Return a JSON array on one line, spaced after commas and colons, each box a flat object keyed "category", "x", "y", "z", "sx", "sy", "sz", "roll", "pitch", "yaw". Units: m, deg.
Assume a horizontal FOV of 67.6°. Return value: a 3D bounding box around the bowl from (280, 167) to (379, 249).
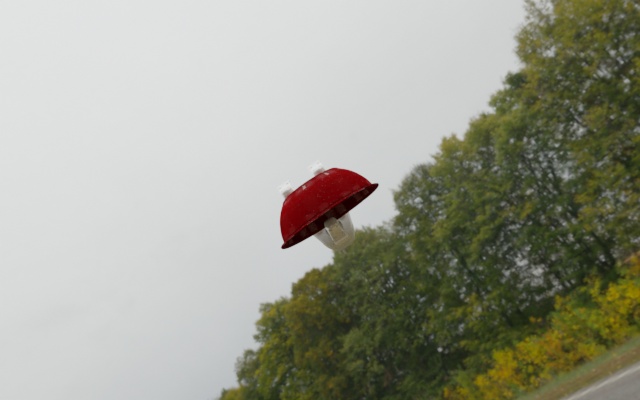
[{"category": "bowl", "x": 0.000, "y": 0.001, "z": 0.665, "sx": 0.162, "sy": 0.055, "sz": 0.162, "roll": -33, "pitch": -8, "yaw": -5}]
